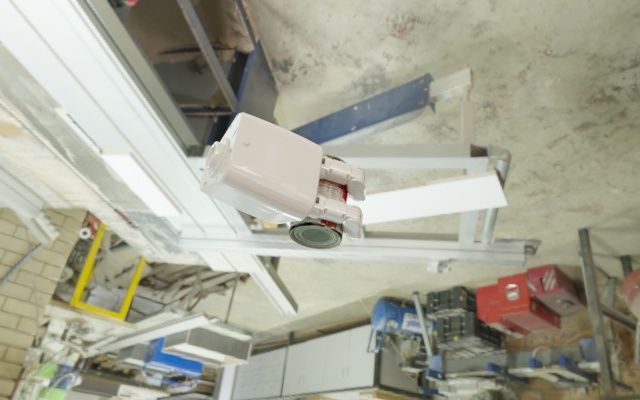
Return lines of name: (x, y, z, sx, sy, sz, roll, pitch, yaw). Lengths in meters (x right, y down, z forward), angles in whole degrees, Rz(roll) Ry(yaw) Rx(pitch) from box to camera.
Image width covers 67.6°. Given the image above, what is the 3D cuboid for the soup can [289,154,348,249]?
soup can: (0.000, 0.002, 0.604, 0.068, 0.102, 0.068, 6, -30, 4)
